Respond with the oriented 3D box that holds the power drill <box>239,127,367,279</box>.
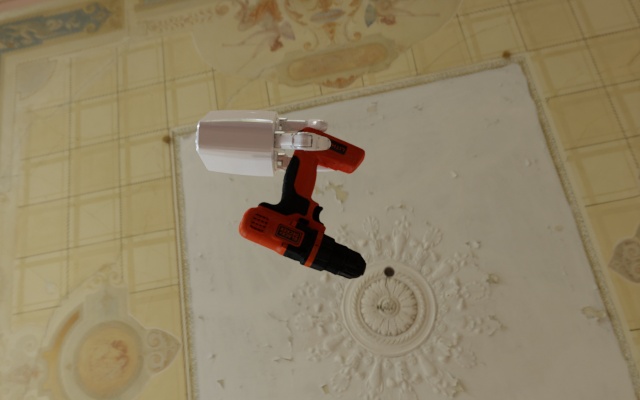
[{"bbox_3d":[0.000,0.002,0.679,0.184,0.187,0.057,23,-21,-6],"label":"power drill"}]
